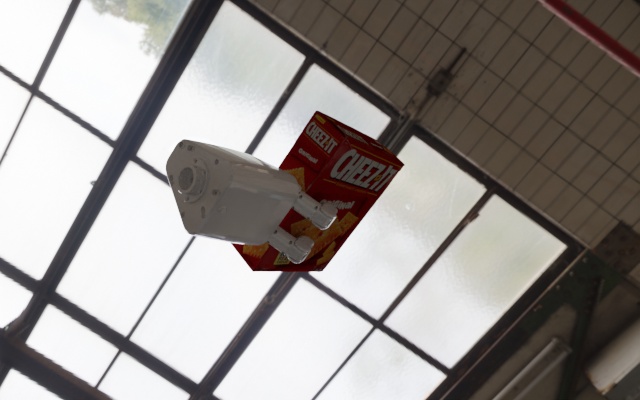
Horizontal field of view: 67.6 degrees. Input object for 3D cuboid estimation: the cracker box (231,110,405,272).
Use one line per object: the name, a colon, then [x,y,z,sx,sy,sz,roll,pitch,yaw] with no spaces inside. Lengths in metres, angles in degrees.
cracker box: [0.000,0.002,0.661,0.072,0.214,0.164,46,19,31]
